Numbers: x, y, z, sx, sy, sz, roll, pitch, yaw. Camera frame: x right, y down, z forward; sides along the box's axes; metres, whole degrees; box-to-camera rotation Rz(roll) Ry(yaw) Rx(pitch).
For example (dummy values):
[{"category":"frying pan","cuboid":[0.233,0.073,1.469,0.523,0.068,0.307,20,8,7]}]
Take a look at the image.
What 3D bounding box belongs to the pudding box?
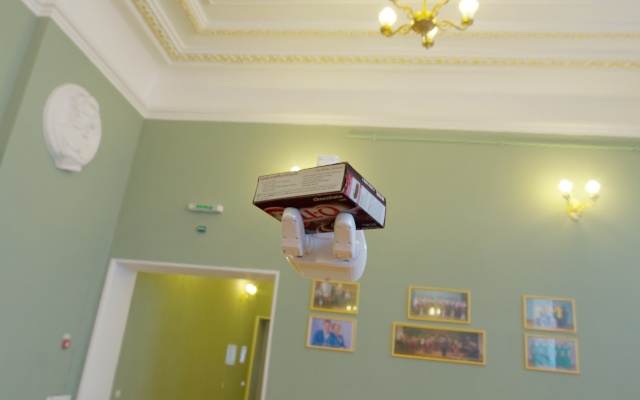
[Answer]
[{"category":"pudding box","cuboid":[0.000,0.002,0.501,0.113,0.039,0.090,-9,-28,32]}]
